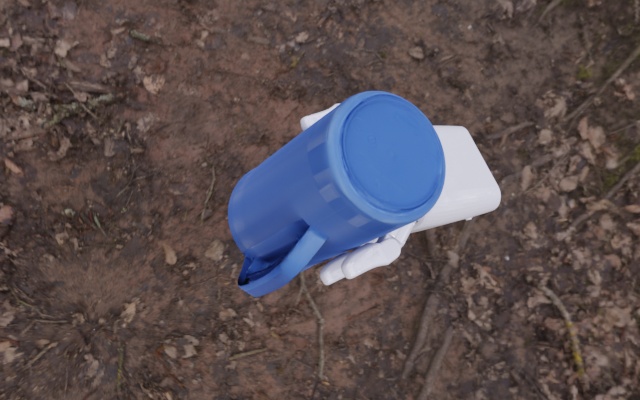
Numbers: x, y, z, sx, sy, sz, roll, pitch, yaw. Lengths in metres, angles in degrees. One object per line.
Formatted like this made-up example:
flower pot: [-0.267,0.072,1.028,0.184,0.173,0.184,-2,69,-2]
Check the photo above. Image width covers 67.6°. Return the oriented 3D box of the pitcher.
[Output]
pitcher: [0.000,0.001,0.458,0.145,0.149,0.243,-8,-10,-27]
